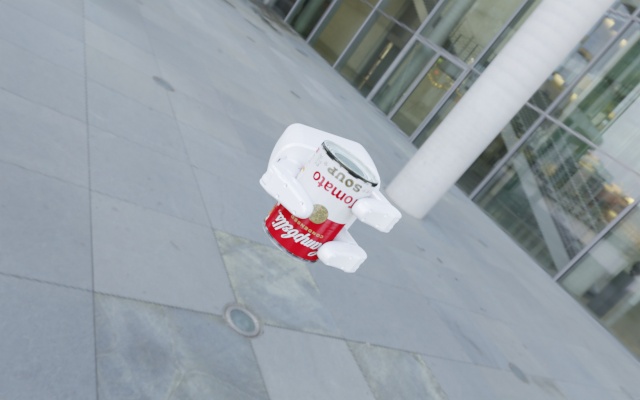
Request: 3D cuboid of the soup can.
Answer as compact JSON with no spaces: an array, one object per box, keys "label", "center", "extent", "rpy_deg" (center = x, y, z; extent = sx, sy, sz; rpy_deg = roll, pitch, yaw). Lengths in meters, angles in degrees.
[{"label":"soup can","center":[0.000,0.001,0.462],"extent":[0.068,0.102,0.068],"rpy_deg":[34,18,-12]}]
